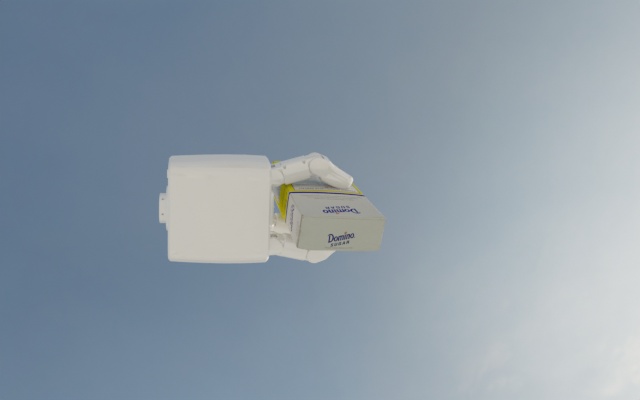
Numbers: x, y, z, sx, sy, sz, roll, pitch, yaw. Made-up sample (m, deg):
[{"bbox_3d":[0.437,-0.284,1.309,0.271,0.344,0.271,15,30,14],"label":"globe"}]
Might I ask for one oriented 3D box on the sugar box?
[{"bbox_3d":[0.000,0.002,0.560,0.093,0.048,0.176,3,24,-16],"label":"sugar box"}]
